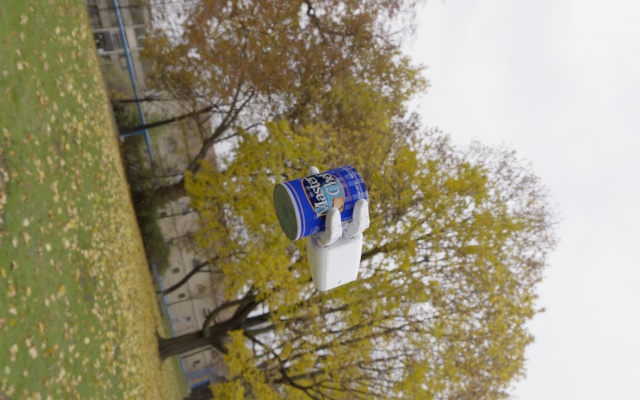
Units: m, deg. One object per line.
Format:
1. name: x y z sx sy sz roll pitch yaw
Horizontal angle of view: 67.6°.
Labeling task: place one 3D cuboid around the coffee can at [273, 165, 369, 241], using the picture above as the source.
1. coffee can: 0.000 0.003 0.847 0.140 0.103 0.103 -16 6 -23
